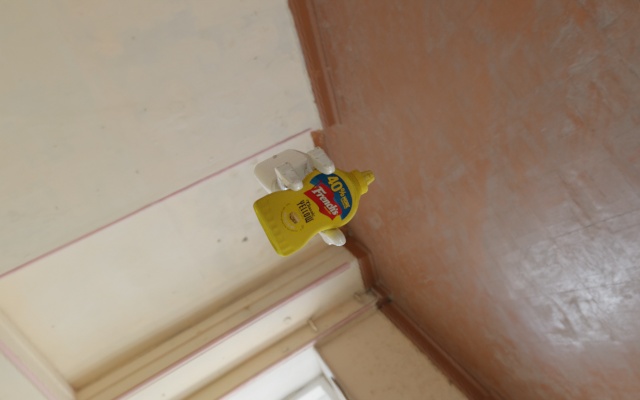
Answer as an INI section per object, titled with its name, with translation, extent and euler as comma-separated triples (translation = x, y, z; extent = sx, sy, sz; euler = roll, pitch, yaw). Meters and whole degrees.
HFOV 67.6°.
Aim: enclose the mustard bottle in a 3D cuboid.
[mustard bottle]
translation = 0.000, 0.003, 0.738
extent = 0.191, 0.096, 0.058
euler = -28, 3, -15
